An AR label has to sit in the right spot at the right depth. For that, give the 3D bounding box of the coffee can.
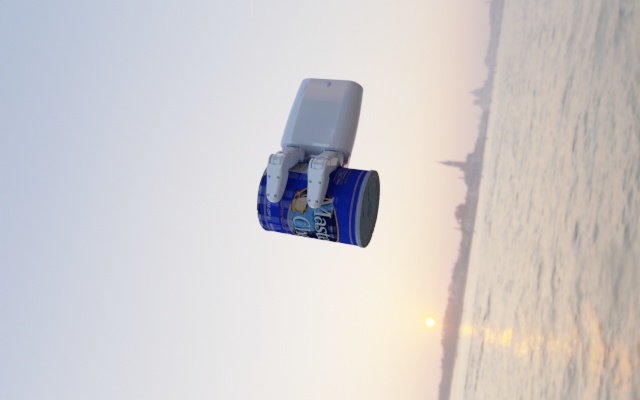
[{"bbox_3d":[0.000,0.002,0.640,0.140,0.103,0.103,8,2,18],"label":"coffee can"}]
